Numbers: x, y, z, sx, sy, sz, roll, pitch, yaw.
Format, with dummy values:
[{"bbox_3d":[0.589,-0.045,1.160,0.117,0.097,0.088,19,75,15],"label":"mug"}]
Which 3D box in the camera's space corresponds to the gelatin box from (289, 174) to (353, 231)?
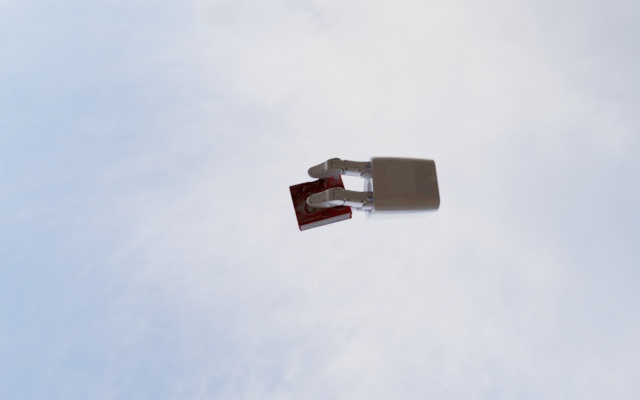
[{"bbox_3d":[0.000,0.003,0.769,0.089,0.073,0.030,-14,-24,-3],"label":"gelatin box"}]
